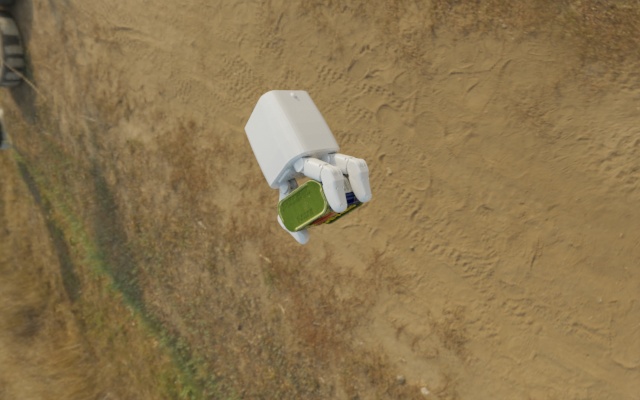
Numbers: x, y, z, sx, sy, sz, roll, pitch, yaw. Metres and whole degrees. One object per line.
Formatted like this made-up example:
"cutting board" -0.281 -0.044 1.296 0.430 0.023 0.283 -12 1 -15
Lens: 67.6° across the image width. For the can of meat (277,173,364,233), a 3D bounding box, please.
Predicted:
"can of meat" 0.000 0.002 0.685 0.084 0.057 0.102 -14 -15 -47
